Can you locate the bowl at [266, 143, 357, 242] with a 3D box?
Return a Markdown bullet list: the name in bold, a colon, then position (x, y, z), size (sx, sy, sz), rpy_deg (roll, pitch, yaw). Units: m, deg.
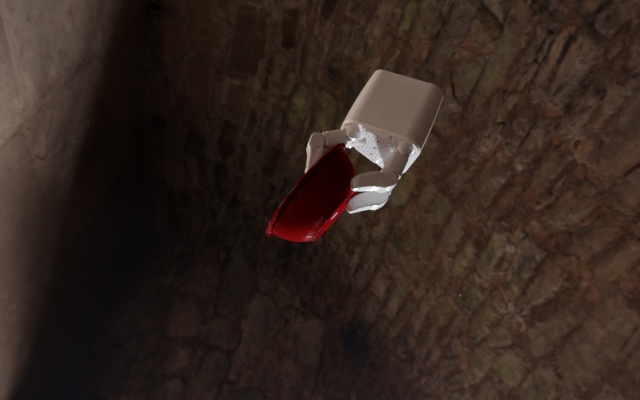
- **bowl**: position (0.000, 0.003, 0.640), size (0.055, 0.162, 0.162), rpy_deg (41, 6, 7)
